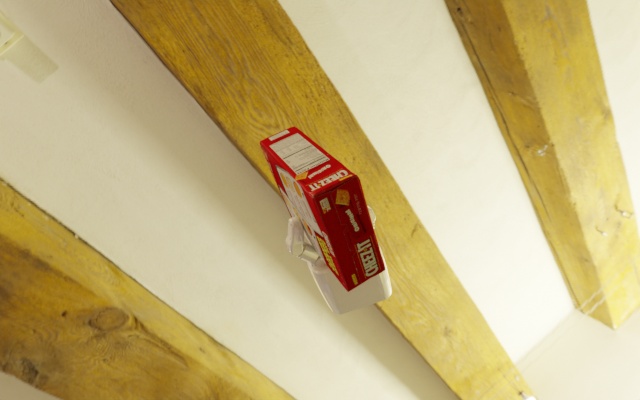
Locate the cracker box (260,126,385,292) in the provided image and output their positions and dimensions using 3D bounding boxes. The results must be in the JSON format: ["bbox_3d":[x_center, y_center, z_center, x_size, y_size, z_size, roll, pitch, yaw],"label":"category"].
[{"bbox_3d":[0.000,0.002,0.691,0.072,0.164,0.213,-28,33,-11],"label":"cracker box"}]
